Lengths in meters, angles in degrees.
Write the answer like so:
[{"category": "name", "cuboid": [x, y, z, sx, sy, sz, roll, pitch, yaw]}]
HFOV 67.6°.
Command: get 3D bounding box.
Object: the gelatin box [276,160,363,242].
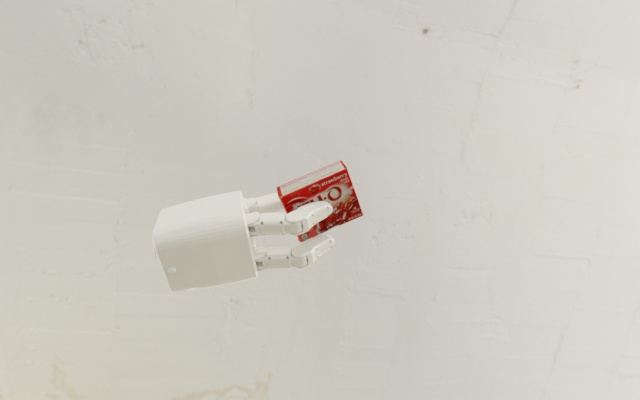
[{"category": "gelatin box", "cuboid": [0.000, 0.002, 0.590, 0.089, 0.073, 0.030, -23, 32, -2]}]
